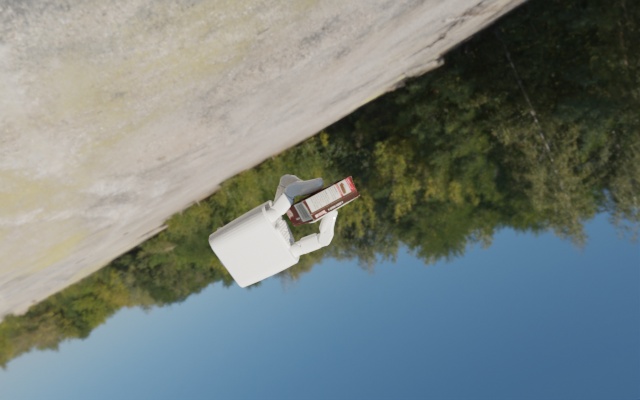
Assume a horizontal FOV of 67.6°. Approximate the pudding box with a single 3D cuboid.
[{"bbox_3d":[0.000,0.003,0.765,0.090,0.039,0.113,-29,5,-20],"label":"pudding box"}]
